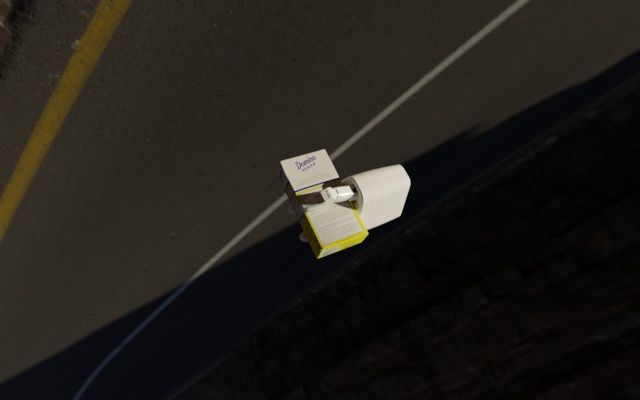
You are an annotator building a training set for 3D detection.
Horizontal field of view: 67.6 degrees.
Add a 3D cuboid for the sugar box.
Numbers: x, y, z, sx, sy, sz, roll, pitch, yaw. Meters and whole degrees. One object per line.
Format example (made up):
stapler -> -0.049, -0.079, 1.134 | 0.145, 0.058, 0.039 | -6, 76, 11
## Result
sugar box -> 0.000, 0.003, 0.827 | 0.093, 0.176, 0.048 | -17, -23, -23
